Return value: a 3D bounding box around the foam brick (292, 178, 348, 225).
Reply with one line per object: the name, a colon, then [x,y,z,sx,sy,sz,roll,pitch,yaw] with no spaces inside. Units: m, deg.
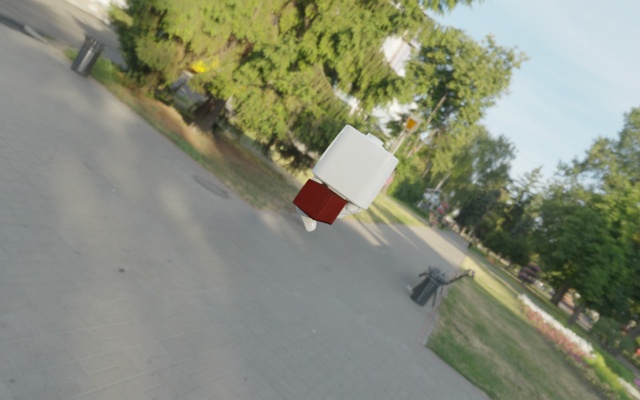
foam brick: [0.000,0.003,0.802,0.053,0.051,0.078,38,8,23]
